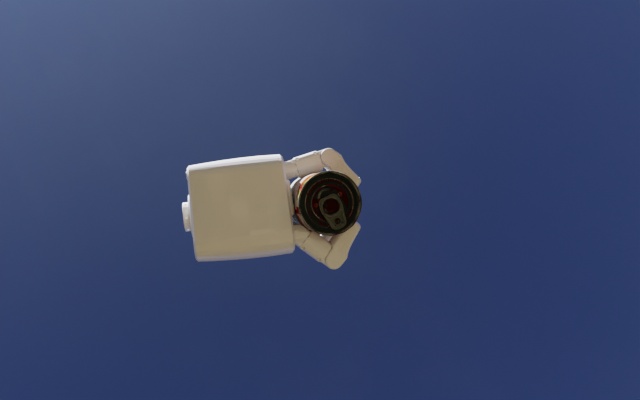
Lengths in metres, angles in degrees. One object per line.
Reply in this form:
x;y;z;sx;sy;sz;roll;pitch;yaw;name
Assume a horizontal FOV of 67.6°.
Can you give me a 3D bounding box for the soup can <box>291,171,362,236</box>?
0.000;0.002;0.542;0.068;0.068;0.102;0;2;-12;soup can
